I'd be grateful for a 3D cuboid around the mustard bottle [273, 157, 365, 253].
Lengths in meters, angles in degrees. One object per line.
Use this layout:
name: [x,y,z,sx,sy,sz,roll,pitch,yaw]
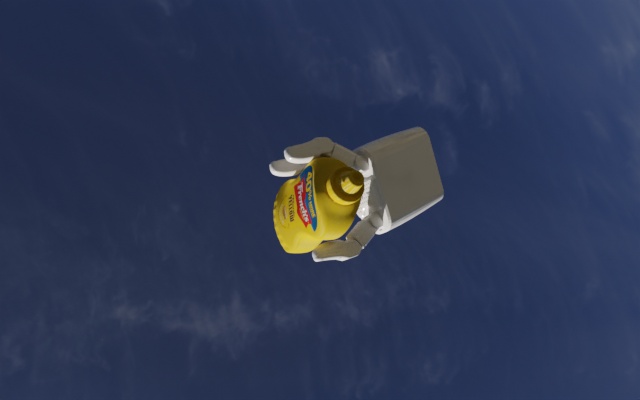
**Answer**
mustard bottle: [0.000,0.002,0.571,0.058,0.096,0.192,2,-16,-24]
